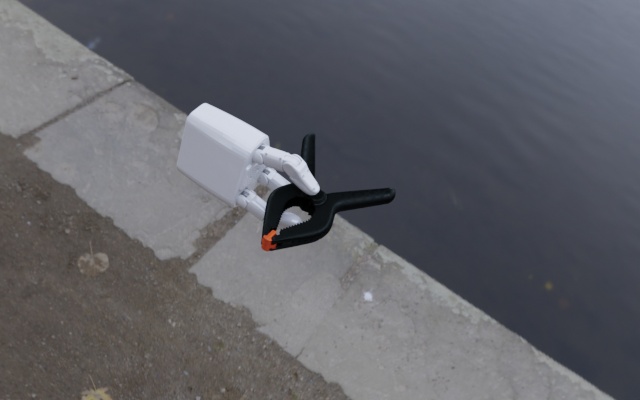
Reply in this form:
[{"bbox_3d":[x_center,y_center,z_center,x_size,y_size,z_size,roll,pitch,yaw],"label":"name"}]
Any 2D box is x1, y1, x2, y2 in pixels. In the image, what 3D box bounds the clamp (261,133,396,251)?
[{"bbox_3d":[0.000,0.002,0.659,0.164,0.210,0.036,30,-39,10],"label":"clamp"}]
